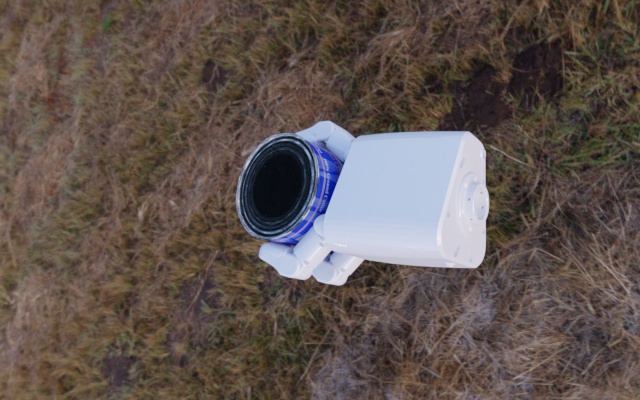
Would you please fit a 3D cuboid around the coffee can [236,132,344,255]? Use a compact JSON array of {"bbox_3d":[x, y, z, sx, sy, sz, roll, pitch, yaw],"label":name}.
[{"bbox_3d":[0.000,0.002,0.491,0.103,0.103,0.140,0,-13,39],"label":"coffee can"}]
